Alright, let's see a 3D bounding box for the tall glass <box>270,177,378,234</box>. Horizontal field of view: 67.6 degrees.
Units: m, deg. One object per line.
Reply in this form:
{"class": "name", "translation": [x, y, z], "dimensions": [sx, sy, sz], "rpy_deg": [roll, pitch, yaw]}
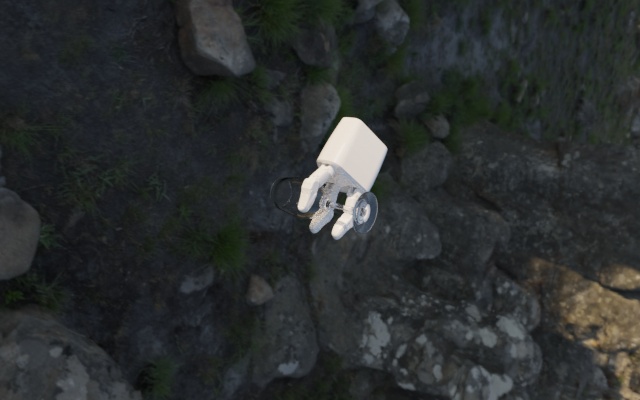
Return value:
{"class": "tall glass", "translation": [0.001, 0.003, 0.871], "dimensions": [0.201, 0.079, 0.079], "rpy_deg": [13, 8, 37]}
